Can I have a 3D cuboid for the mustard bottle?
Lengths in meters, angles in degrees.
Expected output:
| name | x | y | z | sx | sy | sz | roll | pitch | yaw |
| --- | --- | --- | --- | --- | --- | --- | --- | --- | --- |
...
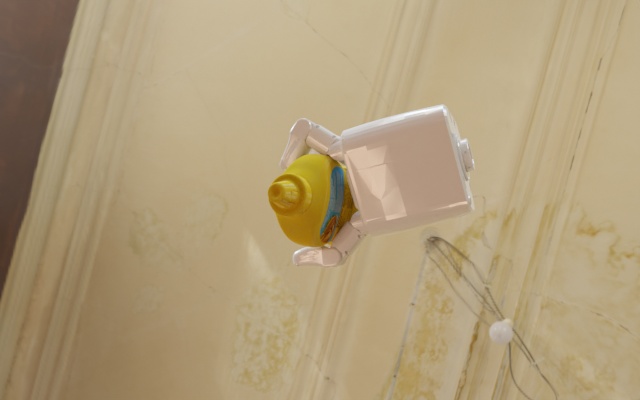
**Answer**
| name | x | y | z | sx | sy | sz | roll | pitch | yaw |
| --- | --- | --- | --- | --- | --- | --- | --- | --- | --- |
| mustard bottle | 0.000 | 0.002 | 0.508 | 0.058 | 0.096 | 0.191 | 12 | 0 | 24 |
